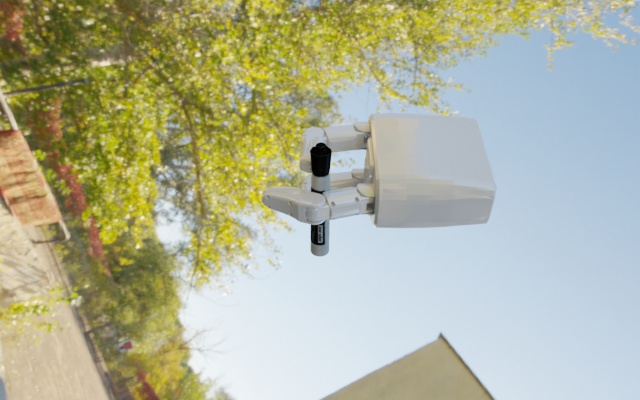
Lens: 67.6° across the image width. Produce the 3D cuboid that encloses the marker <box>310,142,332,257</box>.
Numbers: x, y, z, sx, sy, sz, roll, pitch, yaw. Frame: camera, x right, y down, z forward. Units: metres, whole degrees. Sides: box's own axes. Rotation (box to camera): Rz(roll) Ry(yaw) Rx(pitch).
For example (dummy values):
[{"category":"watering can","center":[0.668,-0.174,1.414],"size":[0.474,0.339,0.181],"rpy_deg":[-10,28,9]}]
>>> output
[{"category":"marker","center":[0.000,0.001,0.440],"size":[0.020,0.121,0.020],"rpy_deg":[1,36,0]}]
